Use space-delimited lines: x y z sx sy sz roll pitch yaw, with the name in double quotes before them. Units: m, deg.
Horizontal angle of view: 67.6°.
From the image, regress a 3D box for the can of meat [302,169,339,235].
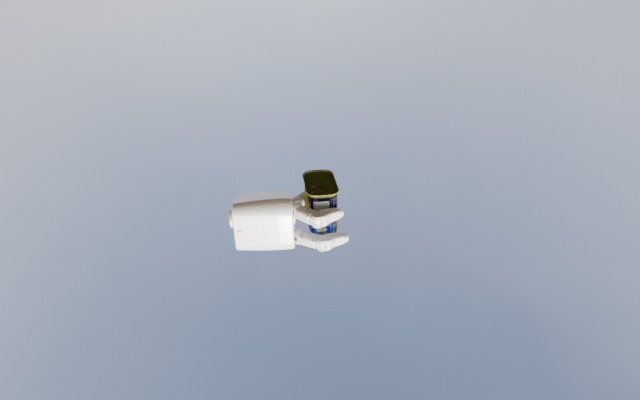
"can of meat" 0.000 0.003 0.874 0.057 0.084 0.102 -5 30 -7
